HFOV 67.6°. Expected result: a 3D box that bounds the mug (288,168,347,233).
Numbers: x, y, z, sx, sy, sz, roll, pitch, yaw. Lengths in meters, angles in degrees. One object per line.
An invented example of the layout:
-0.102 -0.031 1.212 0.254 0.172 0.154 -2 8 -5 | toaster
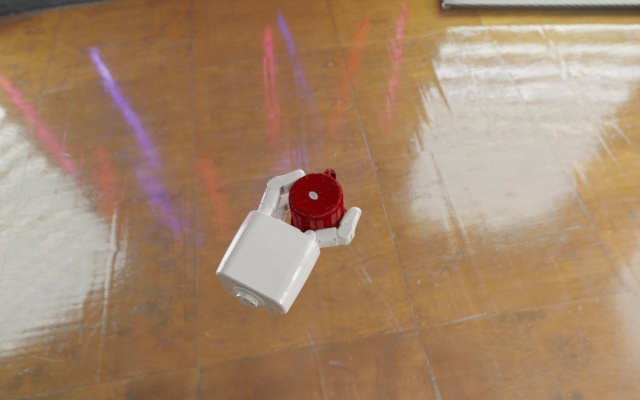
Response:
0.001 0.001 0.731 0.093 0.117 0.082 17 -29 15 | mug
